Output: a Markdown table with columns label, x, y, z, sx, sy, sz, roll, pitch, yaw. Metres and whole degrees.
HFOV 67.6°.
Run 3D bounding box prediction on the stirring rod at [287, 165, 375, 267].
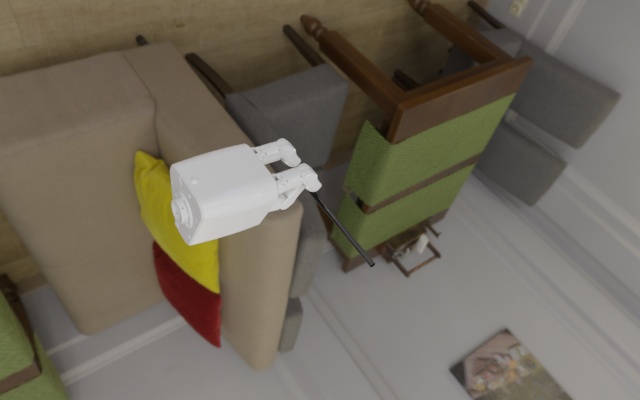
| label | x | y | z | sx | sy | sz | roll | pitch | yaw |
| --- | --- | --- | --- | --- | --- | --- | --- | --- | --- |
| stirring rod | 0.000 | 0.002 | 0.676 | 0.011 | 0.011 | 0.239 | 0 | 43 | -51 |
